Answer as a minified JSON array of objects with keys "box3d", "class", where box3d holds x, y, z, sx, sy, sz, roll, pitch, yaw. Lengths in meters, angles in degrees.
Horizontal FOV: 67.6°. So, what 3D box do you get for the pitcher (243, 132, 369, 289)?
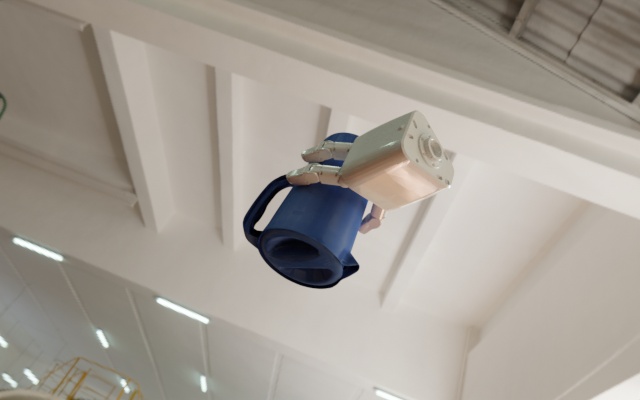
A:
[{"box3d":[0.000,0.002,0.748,0.149,0.242,0.145,44,-42,-20],"class":"pitcher"}]
